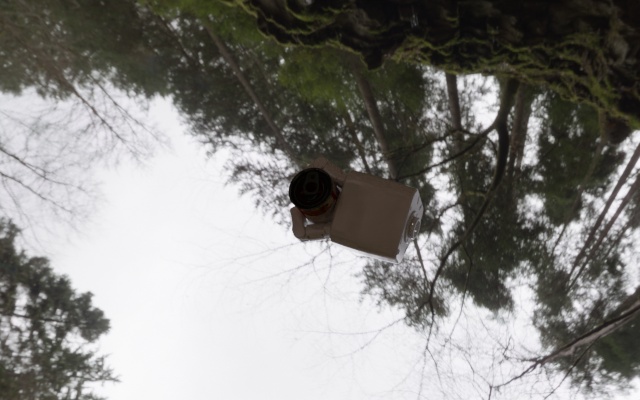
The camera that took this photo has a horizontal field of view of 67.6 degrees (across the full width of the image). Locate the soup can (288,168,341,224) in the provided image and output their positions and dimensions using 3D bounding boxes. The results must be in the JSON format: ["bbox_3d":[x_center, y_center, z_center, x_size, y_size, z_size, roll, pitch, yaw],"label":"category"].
[{"bbox_3d":[0.000,0.003,0.735,0.068,0.068,0.102,0,-24,19],"label":"soup can"}]
